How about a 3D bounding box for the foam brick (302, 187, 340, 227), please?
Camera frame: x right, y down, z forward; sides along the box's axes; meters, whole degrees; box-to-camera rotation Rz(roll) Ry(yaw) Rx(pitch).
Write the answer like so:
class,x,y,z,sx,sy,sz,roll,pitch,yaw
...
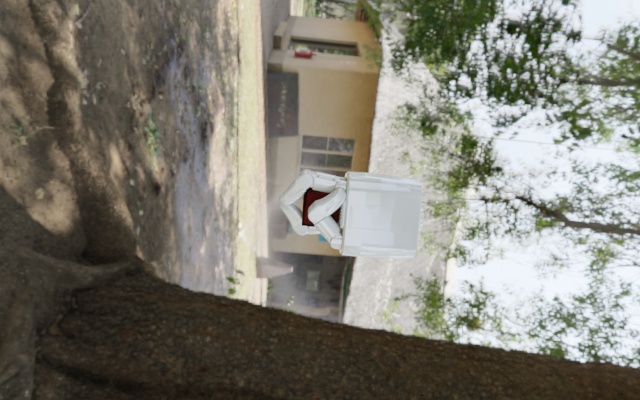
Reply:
class,x,y,z,sx,sy,sz,roll,pitch,yaw
foam brick,0.000,0.002,0.702,0.051,0.053,0.078,5,20,-3
